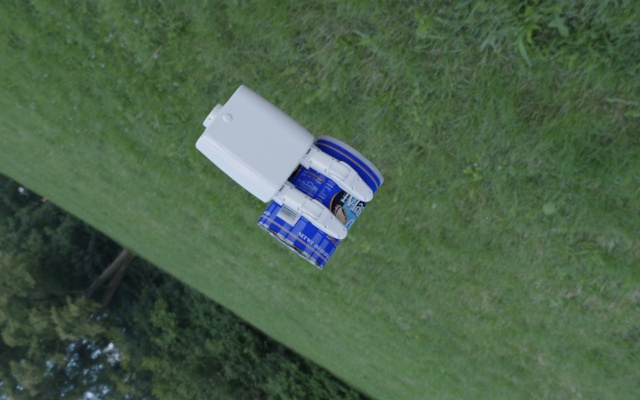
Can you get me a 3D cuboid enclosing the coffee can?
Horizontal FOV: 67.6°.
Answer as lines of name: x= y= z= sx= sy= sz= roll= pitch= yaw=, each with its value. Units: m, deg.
coffee can: x=0.000 y=0.002 z=0.615 sx=0.103 sy=0.140 sz=0.103 roll=34 pitch=-9 yaw=6
